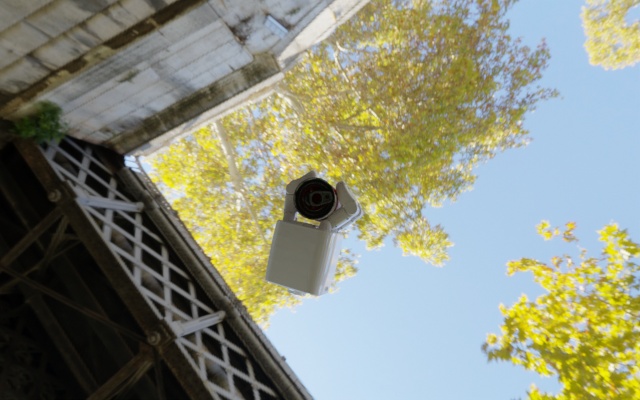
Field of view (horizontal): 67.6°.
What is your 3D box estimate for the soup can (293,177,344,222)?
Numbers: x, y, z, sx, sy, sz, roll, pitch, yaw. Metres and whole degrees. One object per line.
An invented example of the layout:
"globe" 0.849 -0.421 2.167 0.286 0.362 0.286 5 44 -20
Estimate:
"soup can" 0.000 0.002 0.800 0.068 0.068 0.102 0 -7 12
